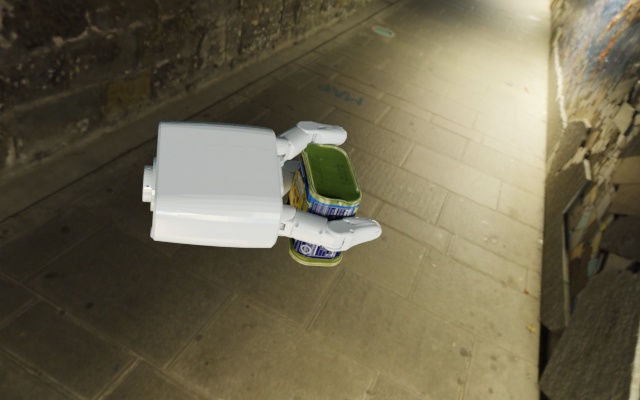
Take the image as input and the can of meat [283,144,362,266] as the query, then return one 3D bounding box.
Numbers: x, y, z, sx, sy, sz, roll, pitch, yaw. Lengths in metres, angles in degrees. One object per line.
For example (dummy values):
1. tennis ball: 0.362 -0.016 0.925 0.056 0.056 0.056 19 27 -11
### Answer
1. can of meat: 0.000 0.001 0.493 0.057 0.084 0.102 6 38 -16
